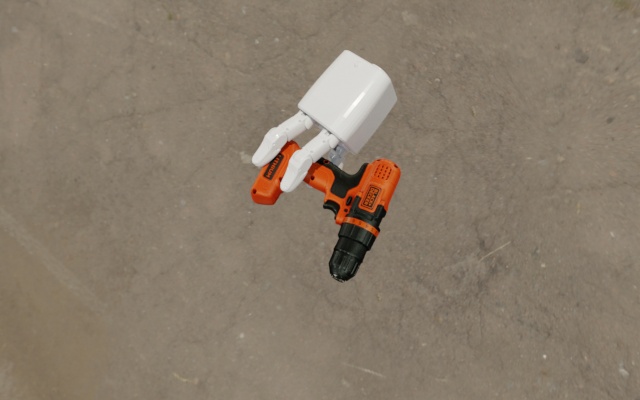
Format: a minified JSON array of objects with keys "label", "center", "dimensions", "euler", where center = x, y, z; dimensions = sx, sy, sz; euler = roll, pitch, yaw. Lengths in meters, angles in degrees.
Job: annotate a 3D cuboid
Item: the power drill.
[{"label":"power drill","center":[0.000,0.002,0.678],"dimensions":[0.187,0.184,0.057],"euler":[23,-17,12]}]
